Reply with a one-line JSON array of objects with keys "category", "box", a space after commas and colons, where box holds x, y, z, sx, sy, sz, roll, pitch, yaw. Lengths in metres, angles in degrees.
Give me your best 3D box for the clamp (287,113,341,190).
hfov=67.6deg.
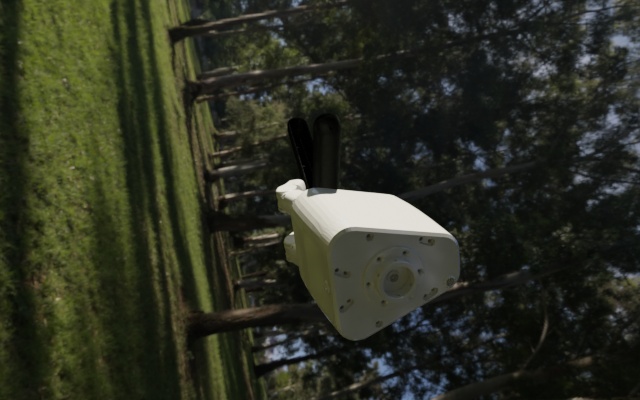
[{"category": "clamp", "box": [0.001, 0.002, 0.530, 0.036, 0.210, 0.164, -11, 18, -11]}]
